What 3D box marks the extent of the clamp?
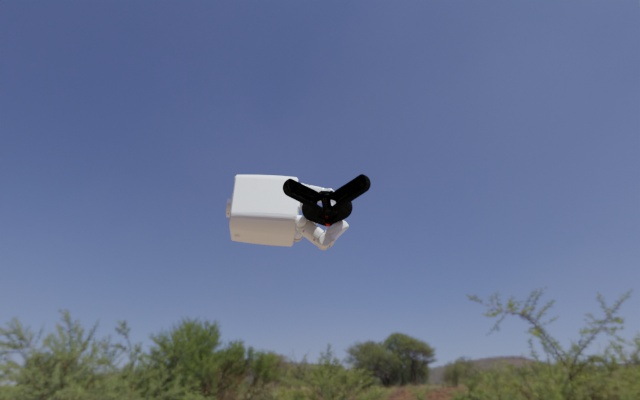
[{"bbox_3d":[0.000,0.002,0.719,0.120,0.039,0.171,5,-23,-6],"label":"clamp"}]
